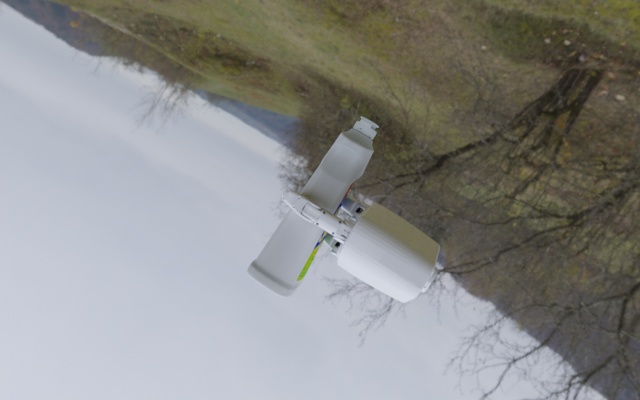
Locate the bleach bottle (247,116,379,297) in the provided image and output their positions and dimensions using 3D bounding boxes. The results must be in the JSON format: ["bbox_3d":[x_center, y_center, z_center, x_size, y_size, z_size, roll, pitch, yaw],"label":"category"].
[{"bbox_3d":[0.000,0.002,0.635,0.068,0.251,0.102,32,4,7],"label":"bleach bottle"}]
